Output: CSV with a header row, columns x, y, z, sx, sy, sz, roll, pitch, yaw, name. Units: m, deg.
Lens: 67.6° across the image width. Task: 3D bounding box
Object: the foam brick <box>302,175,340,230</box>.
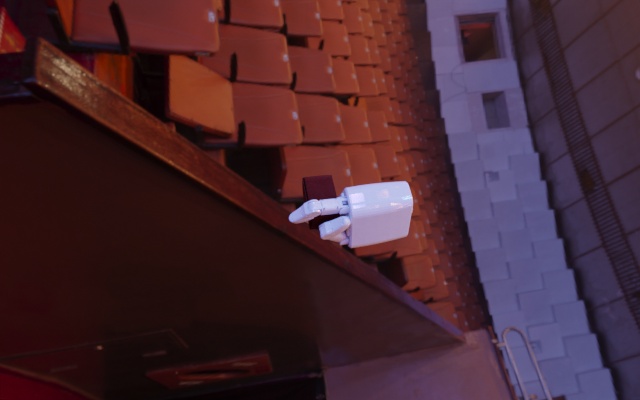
x,y,z,sx,sy,sz,roll,pitch,yaw,name
0.000,0.002,0.820,0.051,0.078,0.053,-9,-25,-6,foam brick
